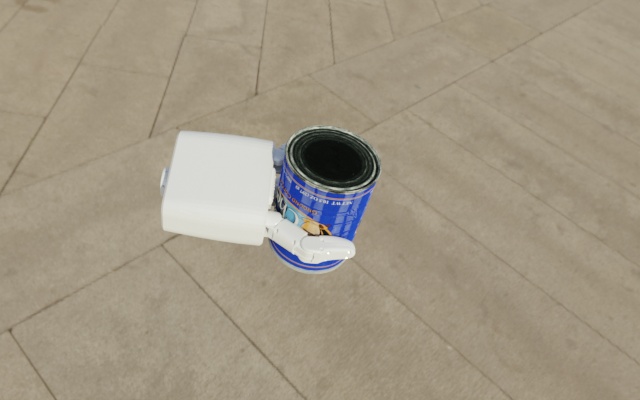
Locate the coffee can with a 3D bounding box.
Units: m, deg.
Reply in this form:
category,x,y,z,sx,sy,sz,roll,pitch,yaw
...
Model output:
category,x,y,z,sx,sy,sz,roll,pitch,yaw
coffee can,0.000,0.002,0.541,0.103,0.102,0.140,0,-42,-16
